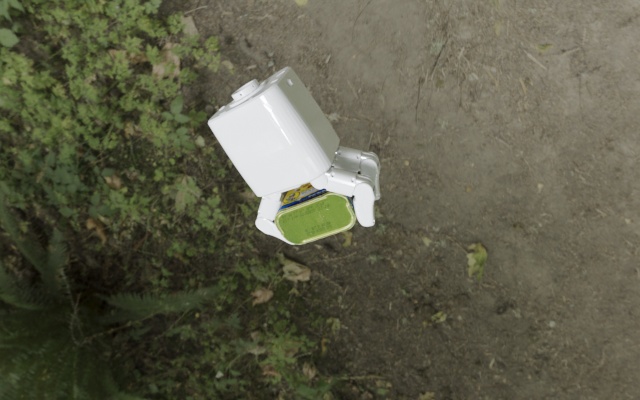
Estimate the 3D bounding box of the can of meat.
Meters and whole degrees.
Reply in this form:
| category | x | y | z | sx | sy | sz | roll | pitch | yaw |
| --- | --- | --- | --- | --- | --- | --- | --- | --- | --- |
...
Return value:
| category | x | y | z | sx | sy | sz | roll | pitch | yaw |
| --- | --- | --- | --- | --- | --- | --- | --- | --- | --- |
| can of meat | 0.000 | 0.002 | 0.583 | 0.102 | 0.057 | 0.084 | -21 | 25 | 22 |
